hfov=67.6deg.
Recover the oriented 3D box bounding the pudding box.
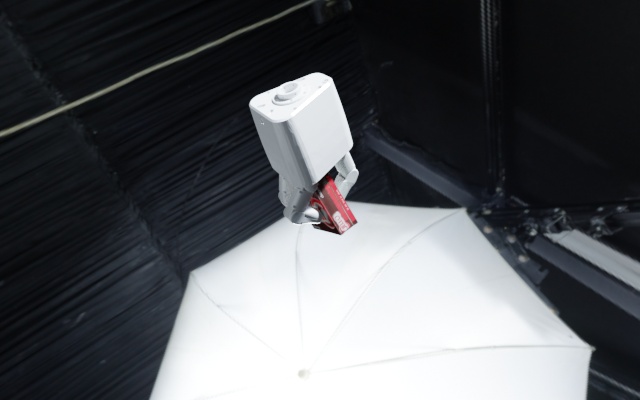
[{"bbox_3d":[0.000,0.002,0.717,0.039,0.090,0.113,-34,13,-15],"label":"pudding box"}]
